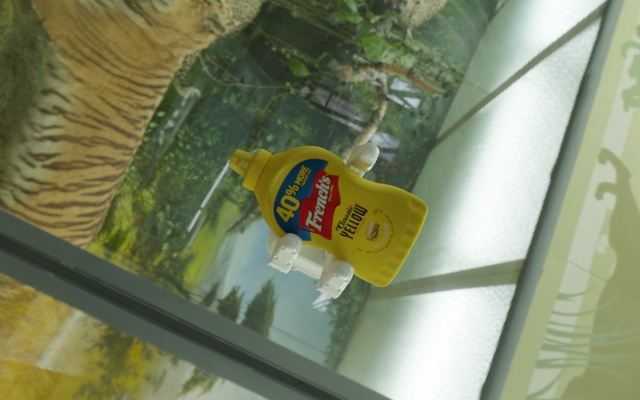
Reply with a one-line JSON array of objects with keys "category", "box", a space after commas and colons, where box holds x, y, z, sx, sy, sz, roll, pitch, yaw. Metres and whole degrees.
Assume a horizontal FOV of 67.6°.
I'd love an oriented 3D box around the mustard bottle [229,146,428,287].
[{"category": "mustard bottle", "box": [0.000, 0.002, 0.467, 0.191, 0.096, 0.058, 27, 6, -4]}]
